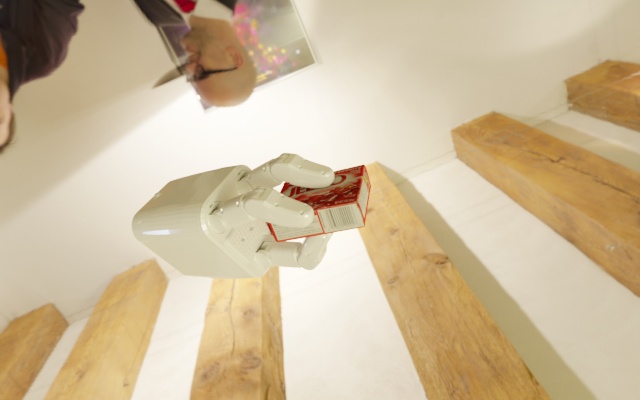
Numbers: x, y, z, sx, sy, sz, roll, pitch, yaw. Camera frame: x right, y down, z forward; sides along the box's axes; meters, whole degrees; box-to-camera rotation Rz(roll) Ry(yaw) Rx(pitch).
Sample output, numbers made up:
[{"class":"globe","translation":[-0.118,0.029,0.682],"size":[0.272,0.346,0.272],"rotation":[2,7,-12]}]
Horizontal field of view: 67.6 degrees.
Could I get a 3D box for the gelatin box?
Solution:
[{"class":"gelatin box","translation":[0.001,0.002,0.452],"size":[0.089,0.030,0.073],"rotation":[-11,27,18]}]
